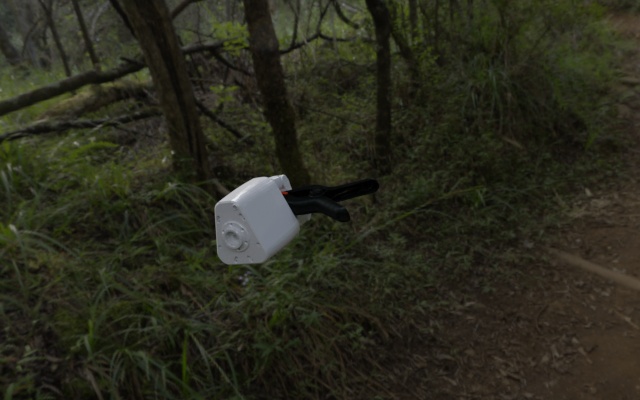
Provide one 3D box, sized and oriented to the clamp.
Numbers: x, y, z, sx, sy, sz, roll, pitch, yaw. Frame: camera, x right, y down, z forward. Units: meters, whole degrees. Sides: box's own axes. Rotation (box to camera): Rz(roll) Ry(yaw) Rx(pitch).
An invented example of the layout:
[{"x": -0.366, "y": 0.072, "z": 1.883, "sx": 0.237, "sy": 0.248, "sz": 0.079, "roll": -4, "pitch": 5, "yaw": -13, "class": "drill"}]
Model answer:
[{"x": 0.000, "y": 0.002, "z": 0.776, "sx": 0.171, "sy": 0.039, "sz": 0.120, "roll": -7, "pitch": 18, "yaw": 27, "class": "clamp"}]
